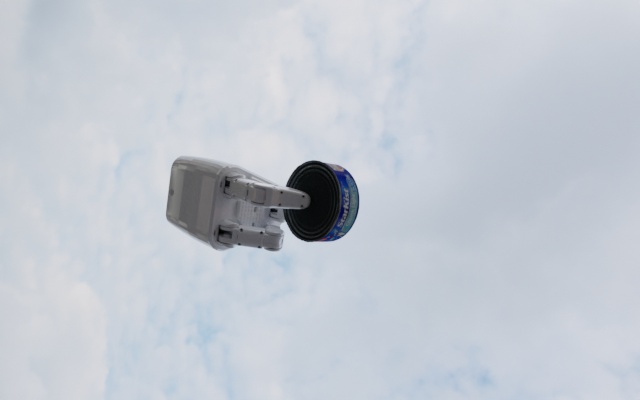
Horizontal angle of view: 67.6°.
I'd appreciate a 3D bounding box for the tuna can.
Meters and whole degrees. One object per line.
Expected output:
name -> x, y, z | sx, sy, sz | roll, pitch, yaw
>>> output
tuna can -> 0.001, 0.002, 0.508 | 0.086, 0.086, 0.034 | 0, -4, 45
